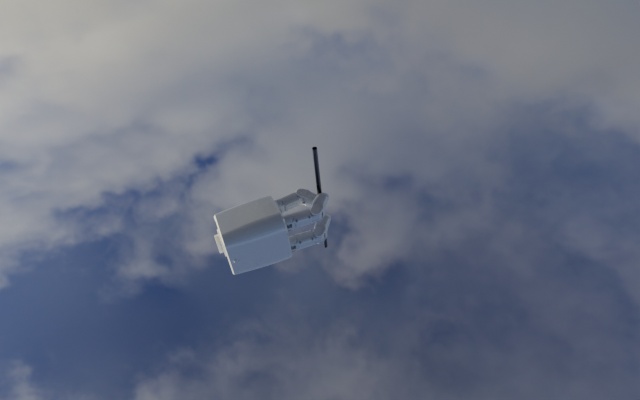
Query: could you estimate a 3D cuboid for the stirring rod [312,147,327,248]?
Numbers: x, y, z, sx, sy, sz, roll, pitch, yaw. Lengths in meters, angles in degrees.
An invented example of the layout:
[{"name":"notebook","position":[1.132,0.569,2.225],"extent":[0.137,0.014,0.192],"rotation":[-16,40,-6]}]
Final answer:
[{"name":"stirring rod","position":[0.000,0.003,0.843],"extent":[0.011,0.240,0.011],"rotation":[-3,44,3]}]
